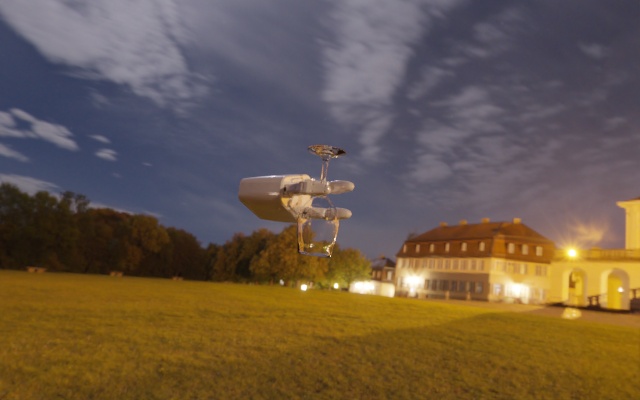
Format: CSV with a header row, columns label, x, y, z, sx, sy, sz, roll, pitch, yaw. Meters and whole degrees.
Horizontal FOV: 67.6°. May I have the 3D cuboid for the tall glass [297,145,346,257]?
label,x,y,z,sx,sy,sz,roll,pitch,yaw
tall glass,0.000,0.002,0.894,0.079,0.201,0.079,7,-10,1
